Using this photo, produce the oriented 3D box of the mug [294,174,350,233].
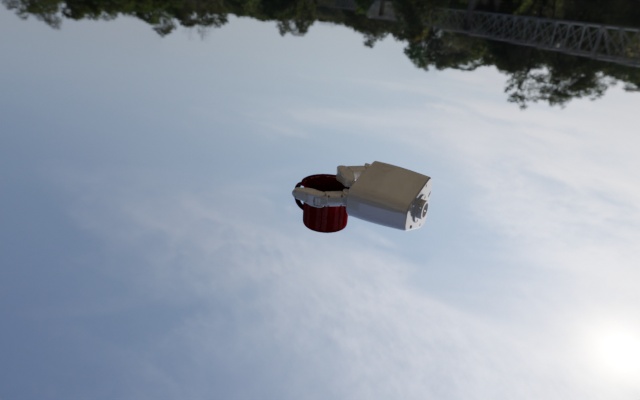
[{"bbox_3d":[-0.001,0.003,0.855,0.117,0.081,0.093,17,26,29],"label":"mug"}]
